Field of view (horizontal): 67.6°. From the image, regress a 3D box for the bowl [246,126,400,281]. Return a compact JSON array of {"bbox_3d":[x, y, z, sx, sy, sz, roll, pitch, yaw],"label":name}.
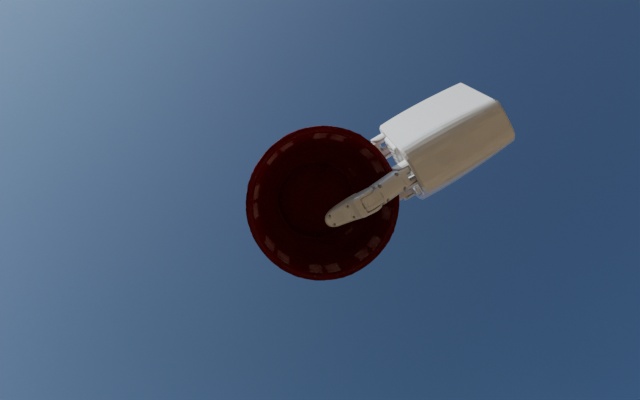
[{"bbox_3d":[-0.001,0.002,0.518,0.162,0.162,0.055,0,5,-10],"label":"bowl"}]
